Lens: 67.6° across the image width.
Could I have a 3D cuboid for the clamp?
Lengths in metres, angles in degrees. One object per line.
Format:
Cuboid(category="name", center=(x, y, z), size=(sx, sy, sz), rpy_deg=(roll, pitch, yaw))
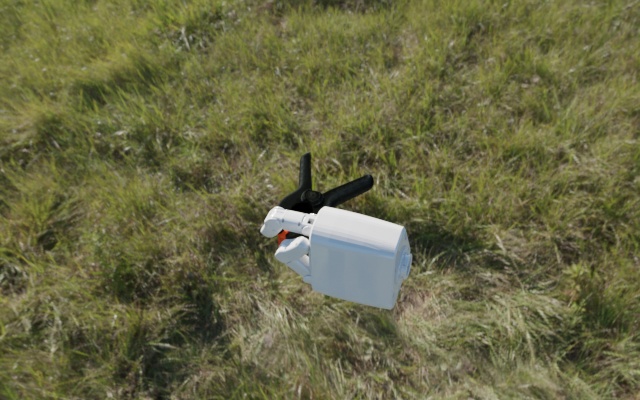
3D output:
Cuboid(category="clamp", center=(0.000, 0.002, 0.678), size=(0.120, 0.171, 0.039), rpy_deg=(11, -37, 20))
